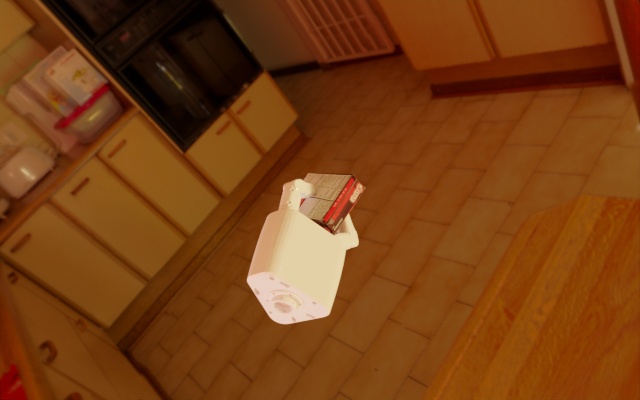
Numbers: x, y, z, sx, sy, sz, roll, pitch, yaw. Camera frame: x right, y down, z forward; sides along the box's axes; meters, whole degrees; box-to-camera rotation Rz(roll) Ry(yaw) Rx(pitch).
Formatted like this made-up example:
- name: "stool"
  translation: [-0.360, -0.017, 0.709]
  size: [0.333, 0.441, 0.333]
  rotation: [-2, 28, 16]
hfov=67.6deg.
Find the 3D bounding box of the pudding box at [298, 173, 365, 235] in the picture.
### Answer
- name: "pudding box"
  translation: [0.000, 0.002, 0.718]
  size: [0.113, 0.090, 0.039]
  rotation: [8, -34, 50]
